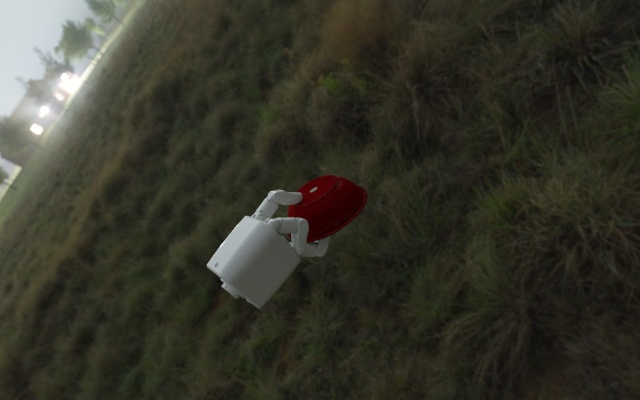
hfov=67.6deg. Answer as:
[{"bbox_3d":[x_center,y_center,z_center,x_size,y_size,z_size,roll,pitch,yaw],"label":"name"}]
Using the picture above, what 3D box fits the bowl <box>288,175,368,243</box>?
[{"bbox_3d":[0.001,0.002,0.851,0.162,0.055,0.162,-25,24,12],"label":"bowl"}]
